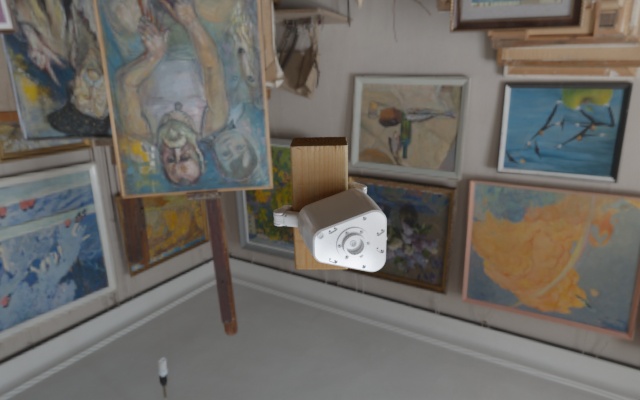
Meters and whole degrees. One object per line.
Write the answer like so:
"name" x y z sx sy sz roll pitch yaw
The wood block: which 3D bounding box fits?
"wood block" 0.000 0.003 0.797 0.091 0.206 0.090 -1 16 1
